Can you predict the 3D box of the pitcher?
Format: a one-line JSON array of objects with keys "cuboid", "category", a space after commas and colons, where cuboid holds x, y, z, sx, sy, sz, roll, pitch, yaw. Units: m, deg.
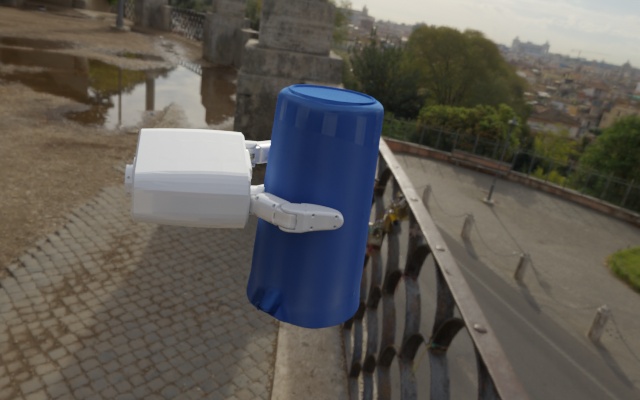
[{"cuboid": [0.000, 0.002, 0.529, 0.145, 0.243, 0.149, 3, 22, -16], "category": "pitcher"}]
